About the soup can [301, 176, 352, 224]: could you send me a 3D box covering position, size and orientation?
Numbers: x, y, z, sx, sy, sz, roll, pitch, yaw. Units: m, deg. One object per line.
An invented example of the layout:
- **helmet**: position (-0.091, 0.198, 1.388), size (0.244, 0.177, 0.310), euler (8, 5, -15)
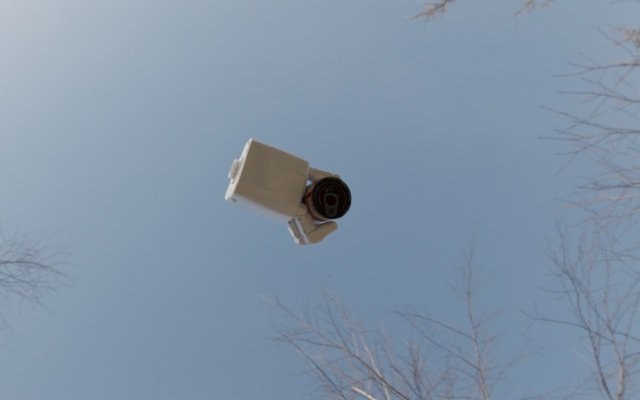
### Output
- **soup can**: position (0.001, 0.003, 0.791), size (0.068, 0.068, 0.102), euler (0, -8, -21)
